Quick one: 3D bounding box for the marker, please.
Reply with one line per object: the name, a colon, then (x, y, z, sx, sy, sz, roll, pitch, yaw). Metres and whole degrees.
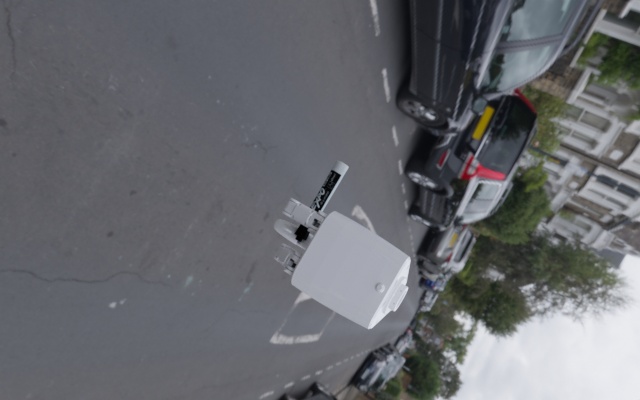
marker: (0.000, 0.002, 0.644, 0.020, 0.121, 0.020, 30, -3, 2)
